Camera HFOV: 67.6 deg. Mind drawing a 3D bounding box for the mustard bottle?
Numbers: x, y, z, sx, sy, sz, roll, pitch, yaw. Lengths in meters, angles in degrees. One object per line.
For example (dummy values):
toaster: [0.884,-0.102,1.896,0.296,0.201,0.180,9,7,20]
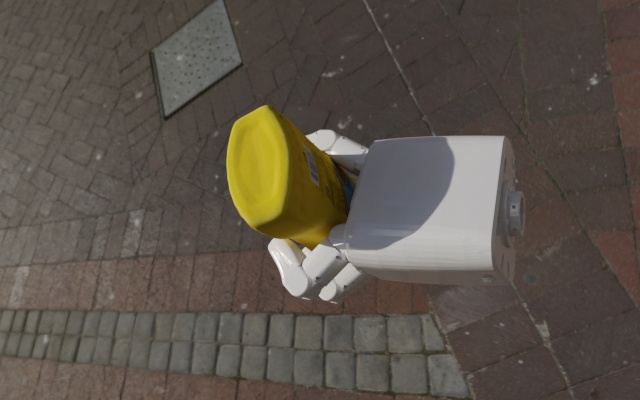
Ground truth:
mustard bottle: [0.000,0.001,0.415,0.058,0.096,0.192,-25,-29,20]
